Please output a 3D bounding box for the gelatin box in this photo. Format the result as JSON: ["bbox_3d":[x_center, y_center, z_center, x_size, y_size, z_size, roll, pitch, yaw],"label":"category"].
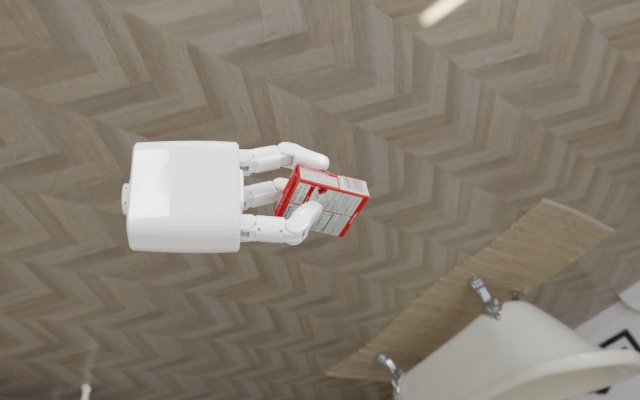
[{"bbox_3d":[0.000,0.002,0.545,0.089,0.030,0.073,13,-49,-19],"label":"gelatin box"}]
